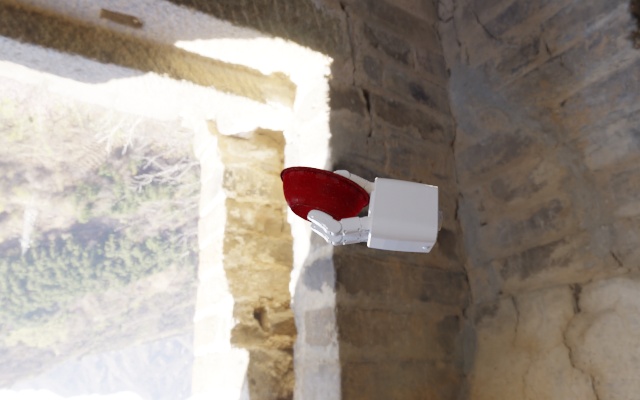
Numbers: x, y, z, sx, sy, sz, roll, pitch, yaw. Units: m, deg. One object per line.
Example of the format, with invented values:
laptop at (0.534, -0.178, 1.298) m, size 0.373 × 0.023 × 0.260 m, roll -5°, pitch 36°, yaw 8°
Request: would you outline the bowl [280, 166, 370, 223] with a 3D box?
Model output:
bowl at (-0.001, 0.003, 0.811) m, size 0.162 × 0.055 × 0.162 m, roll 16°, pitch -19°, yaw 6°
